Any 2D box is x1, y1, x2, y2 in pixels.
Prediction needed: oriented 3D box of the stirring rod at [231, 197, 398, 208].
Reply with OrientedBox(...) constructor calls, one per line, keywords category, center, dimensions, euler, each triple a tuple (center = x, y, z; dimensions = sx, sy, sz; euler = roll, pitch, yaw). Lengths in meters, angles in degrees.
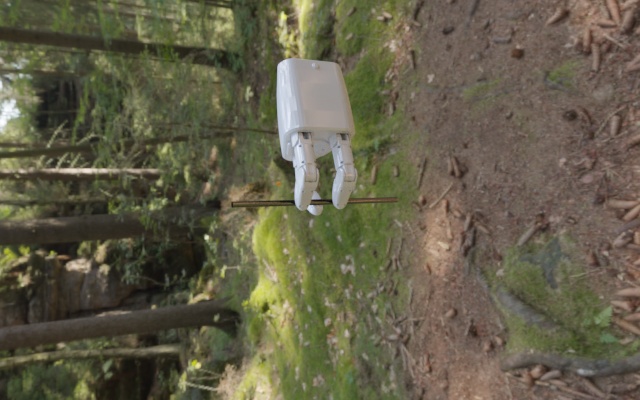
OrientedBox(category="stirring rod", center=(0.000, 0.002, 0.641), dimensions=(0.239, 0.011, 0.011), euler=(-2, 1, -24))
